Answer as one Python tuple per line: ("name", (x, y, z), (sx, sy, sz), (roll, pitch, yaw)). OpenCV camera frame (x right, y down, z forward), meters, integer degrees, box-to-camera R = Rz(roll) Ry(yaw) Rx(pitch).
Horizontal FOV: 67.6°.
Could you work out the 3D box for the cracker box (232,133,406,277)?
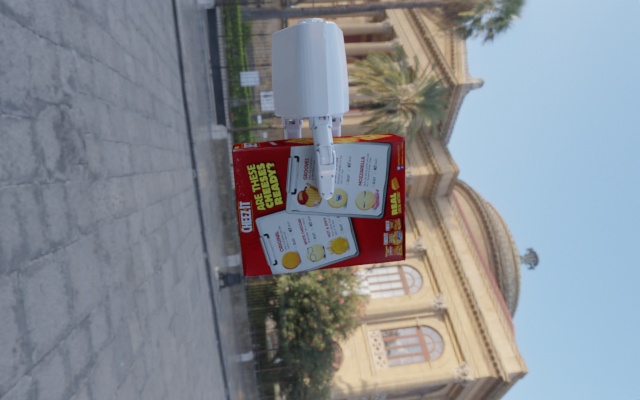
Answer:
("cracker box", (0.000, 0.002, 0.621), (0.214, 0.164, 0.072), (-5, 14, -8))
